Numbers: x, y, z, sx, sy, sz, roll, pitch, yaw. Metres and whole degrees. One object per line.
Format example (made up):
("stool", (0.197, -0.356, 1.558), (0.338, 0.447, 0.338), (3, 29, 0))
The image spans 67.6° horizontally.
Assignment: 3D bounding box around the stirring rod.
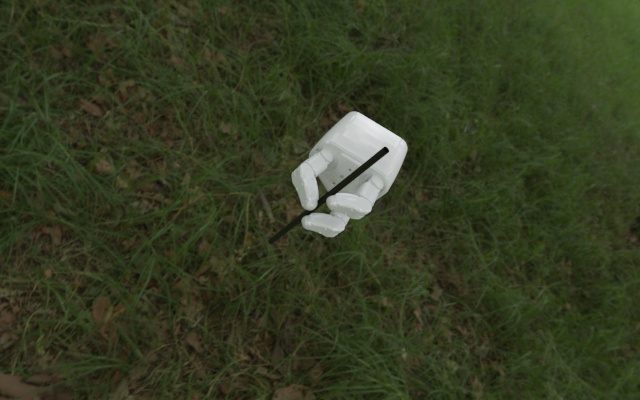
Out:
("stirring rod", (0.000, 0.002, 0.585), (0.011, 0.011, 0.240), (0, -28, -41))
